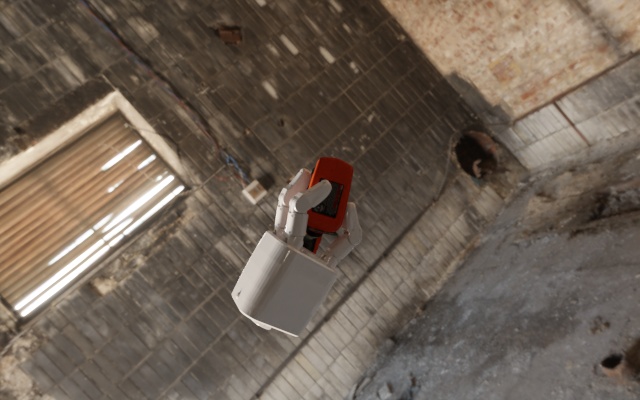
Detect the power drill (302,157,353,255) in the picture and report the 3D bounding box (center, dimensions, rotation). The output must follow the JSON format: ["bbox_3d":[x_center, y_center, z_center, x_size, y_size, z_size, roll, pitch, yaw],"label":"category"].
[{"bbox_3d":[0.000,0.003,0.735,0.057,0.184,0.188,14,-19,-5],"label":"power drill"}]
